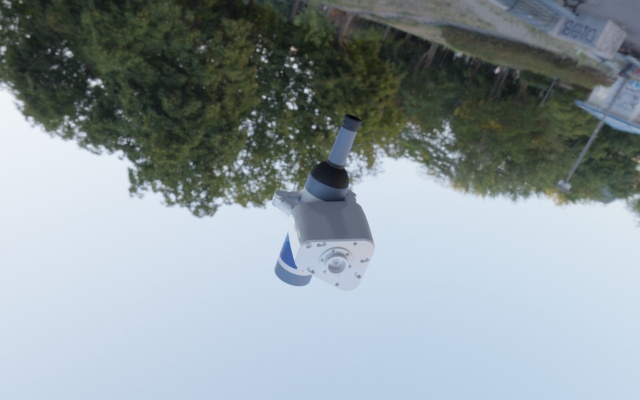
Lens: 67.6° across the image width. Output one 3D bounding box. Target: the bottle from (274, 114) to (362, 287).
[{"bbox_3d":[0.000,0.003,0.767,0.069,0.296,0.069,18,24,-8],"label":"bottle"}]
